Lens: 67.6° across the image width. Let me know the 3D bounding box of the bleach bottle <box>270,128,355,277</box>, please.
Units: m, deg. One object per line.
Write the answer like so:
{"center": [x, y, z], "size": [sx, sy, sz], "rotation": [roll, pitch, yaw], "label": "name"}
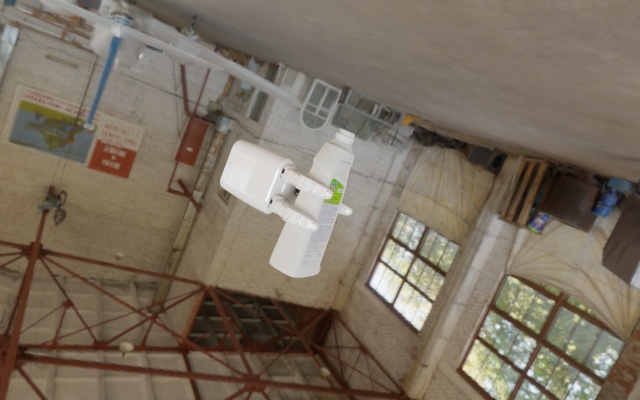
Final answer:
{"center": [0.000, 0.003, 0.801], "size": [0.068, 0.251, 0.102], "rotation": [26, 9, 25], "label": "bleach bottle"}
